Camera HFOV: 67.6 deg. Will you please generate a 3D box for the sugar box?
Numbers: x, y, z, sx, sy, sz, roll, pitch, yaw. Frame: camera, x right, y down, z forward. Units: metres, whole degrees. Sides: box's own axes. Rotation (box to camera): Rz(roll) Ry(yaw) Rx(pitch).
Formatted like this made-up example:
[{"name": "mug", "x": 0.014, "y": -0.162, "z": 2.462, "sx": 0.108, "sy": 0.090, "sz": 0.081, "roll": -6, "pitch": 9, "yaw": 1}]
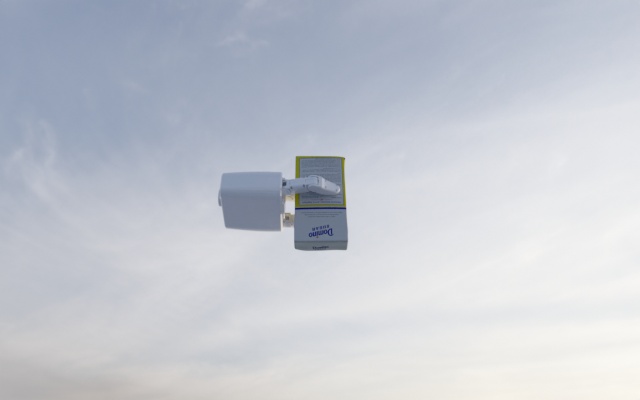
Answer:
[{"name": "sugar box", "x": 0.000, "y": 0.003, "z": 0.850, "sx": 0.093, "sy": 0.176, "sz": 0.048, "roll": 0, "pitch": -29, "yaw": 0}]
